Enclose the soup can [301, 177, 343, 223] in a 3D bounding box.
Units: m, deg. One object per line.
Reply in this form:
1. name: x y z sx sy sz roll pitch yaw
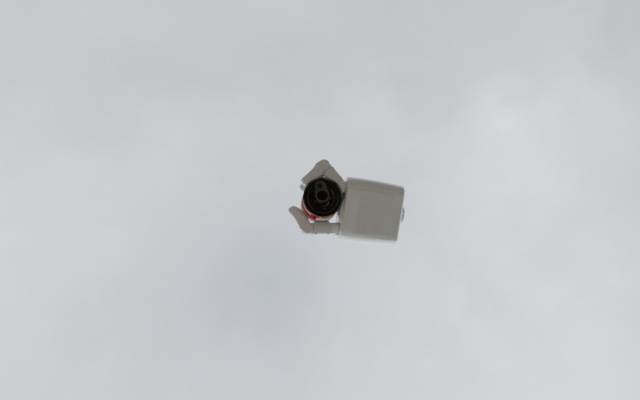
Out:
1. soup can: 0.000 0.003 0.846 0.068 0.068 0.102 0 -10 -5
